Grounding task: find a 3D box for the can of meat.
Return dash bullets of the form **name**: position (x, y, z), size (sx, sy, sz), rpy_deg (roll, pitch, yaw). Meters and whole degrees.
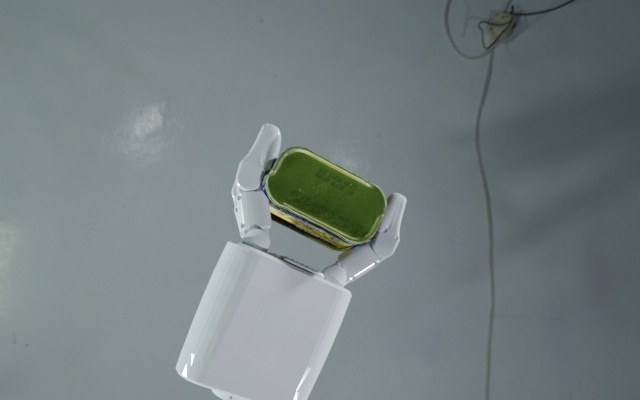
- **can of meat**: position (0.000, 0.001, 0.412), size (0.102, 0.057, 0.084), rpy_deg (27, -11, -3)
